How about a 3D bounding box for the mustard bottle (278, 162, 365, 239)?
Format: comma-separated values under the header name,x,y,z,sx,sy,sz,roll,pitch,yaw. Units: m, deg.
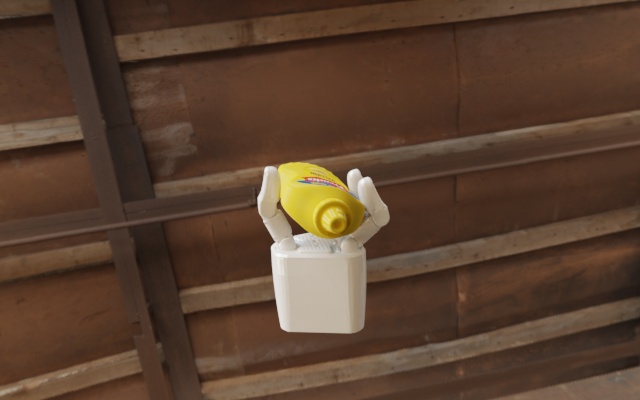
name,x,y,z,sx,sy,sz,roll,pitch,yaw
mustard bottle,0.000,0.001,0.563,0.096,0.058,0.191,19,10,-15
